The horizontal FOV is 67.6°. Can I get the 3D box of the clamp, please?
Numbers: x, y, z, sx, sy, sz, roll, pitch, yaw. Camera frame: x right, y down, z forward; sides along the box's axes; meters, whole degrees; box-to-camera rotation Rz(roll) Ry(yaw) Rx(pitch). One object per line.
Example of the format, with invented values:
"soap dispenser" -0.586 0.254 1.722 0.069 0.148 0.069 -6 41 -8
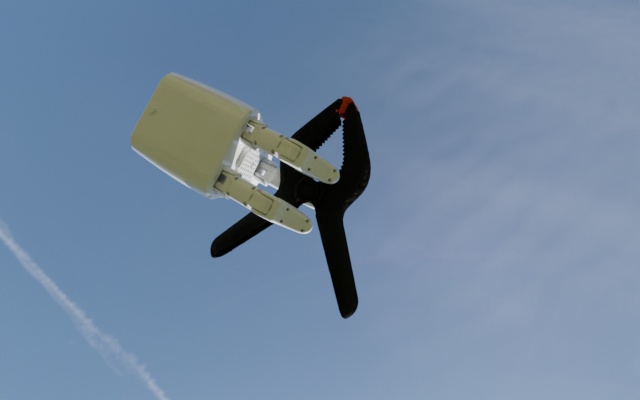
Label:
"clamp" 0.000 0.001 0.479 0.164 0.210 0.036 29 1 16
